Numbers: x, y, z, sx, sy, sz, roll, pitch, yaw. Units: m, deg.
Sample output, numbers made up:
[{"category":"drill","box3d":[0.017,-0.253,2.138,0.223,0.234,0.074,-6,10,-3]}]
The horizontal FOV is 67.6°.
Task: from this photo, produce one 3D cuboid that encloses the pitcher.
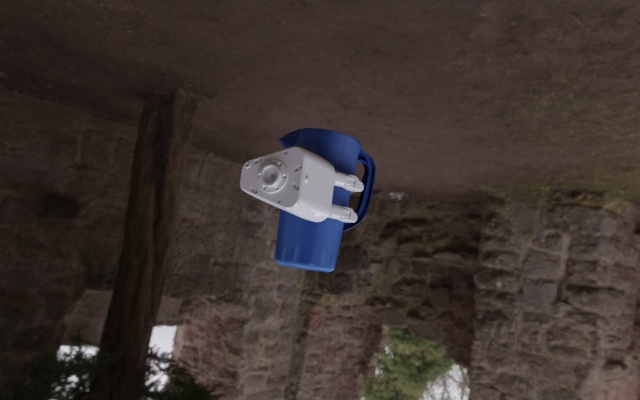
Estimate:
[{"category":"pitcher","box3d":[0.000,0.003,0.856,0.149,0.243,0.145,6,-8,25]}]
